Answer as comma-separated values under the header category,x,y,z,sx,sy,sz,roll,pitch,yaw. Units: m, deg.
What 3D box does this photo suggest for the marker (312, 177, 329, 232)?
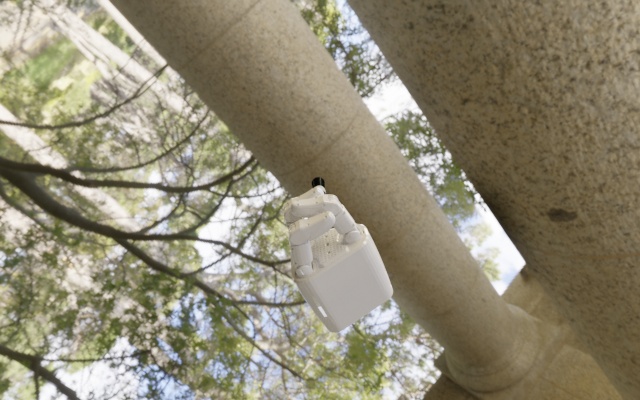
category,x,y,z,sx,sy,sz,roll,pitch,yaw
marker,0.000,0.002,0.637,0.020,0.020,0.121,0,30,-5
